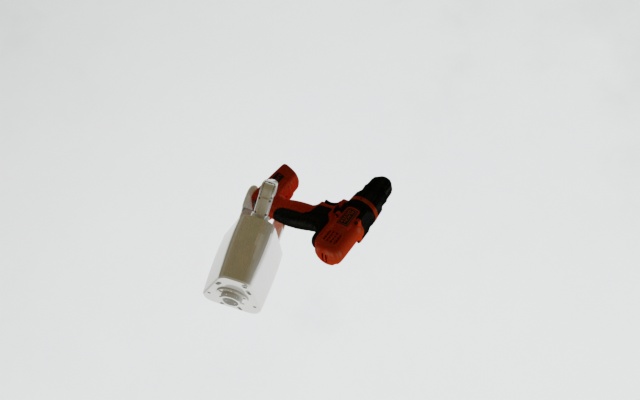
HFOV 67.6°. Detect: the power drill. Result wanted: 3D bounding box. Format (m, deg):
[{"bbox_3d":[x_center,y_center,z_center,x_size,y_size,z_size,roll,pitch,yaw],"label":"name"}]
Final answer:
[{"bbox_3d":[0.000,0.003,0.757,0.187,0.057,0.184,20,49,28],"label":"power drill"}]
